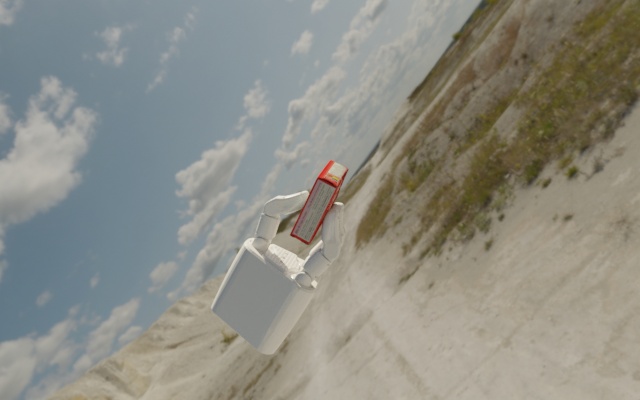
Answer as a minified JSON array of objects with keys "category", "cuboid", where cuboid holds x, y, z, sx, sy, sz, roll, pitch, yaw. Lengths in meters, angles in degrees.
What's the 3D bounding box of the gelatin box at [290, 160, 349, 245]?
[{"category":"gelatin box","cuboid":[0.000,0.001,0.597,0.030,0.089,0.073,27,24,3]}]
